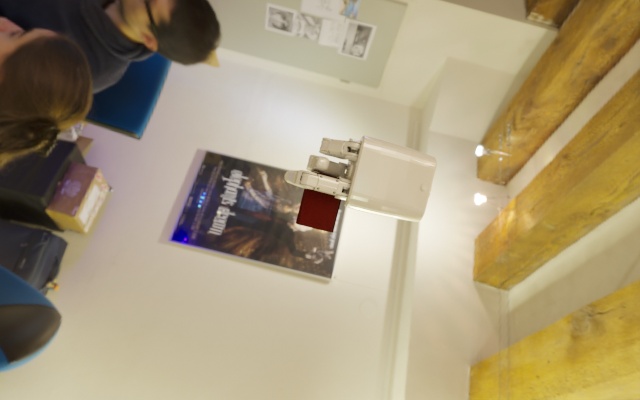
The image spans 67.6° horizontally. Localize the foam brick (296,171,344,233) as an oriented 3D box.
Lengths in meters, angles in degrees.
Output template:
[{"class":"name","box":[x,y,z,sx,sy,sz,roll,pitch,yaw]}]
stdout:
[{"class":"foam brick","box":[0.000,0.002,0.671,0.051,0.078,0.053,14,0,-6]}]
